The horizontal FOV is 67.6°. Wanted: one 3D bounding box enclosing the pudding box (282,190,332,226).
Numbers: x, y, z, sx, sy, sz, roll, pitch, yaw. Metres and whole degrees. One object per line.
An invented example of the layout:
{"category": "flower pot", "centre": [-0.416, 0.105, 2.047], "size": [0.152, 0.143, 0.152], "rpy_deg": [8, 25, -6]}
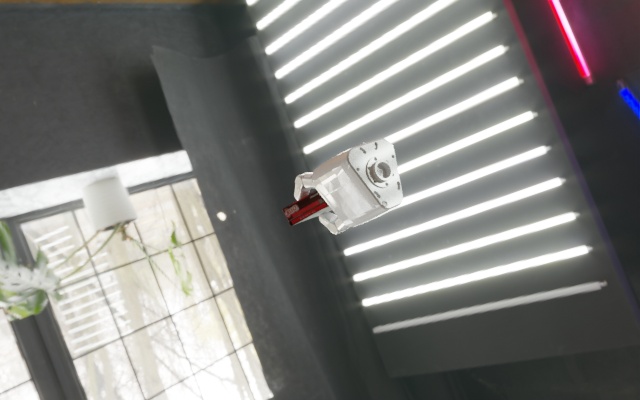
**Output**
{"category": "pudding box", "centre": [0.000, 0.003, 0.840], "size": [0.090, 0.039, 0.113], "rpy_deg": [-27, -6, 29]}
